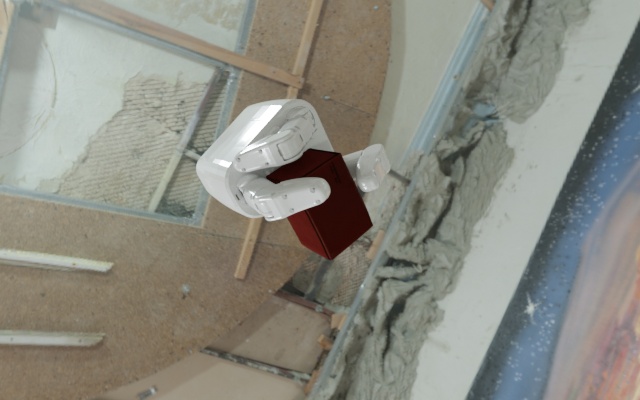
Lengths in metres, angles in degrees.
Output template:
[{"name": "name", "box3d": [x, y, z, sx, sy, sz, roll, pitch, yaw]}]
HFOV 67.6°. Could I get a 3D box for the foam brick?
[{"name": "foam brick", "box3d": [0.000, 0.002, 0.415, 0.053, 0.078, 0.051, -35, 25, -21]}]
